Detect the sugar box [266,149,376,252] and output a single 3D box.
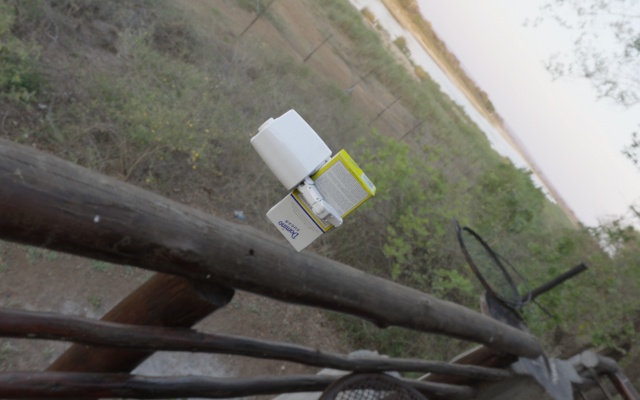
[{"bbox_3d":[0.000,0.002,0.832,0.176,0.093,0.048,-38,6,22],"label":"sugar box"}]
